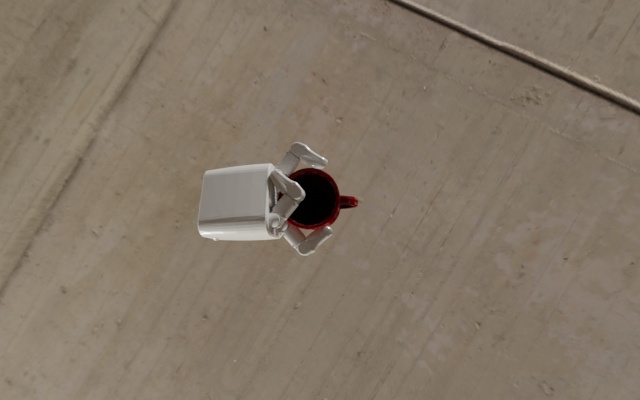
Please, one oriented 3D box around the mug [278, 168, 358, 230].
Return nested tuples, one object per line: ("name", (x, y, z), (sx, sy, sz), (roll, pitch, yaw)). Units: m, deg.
("mug", (0.002, 0.002, 0.746), (0.117, 0.093, 0.081), (-2, -9, 8))
